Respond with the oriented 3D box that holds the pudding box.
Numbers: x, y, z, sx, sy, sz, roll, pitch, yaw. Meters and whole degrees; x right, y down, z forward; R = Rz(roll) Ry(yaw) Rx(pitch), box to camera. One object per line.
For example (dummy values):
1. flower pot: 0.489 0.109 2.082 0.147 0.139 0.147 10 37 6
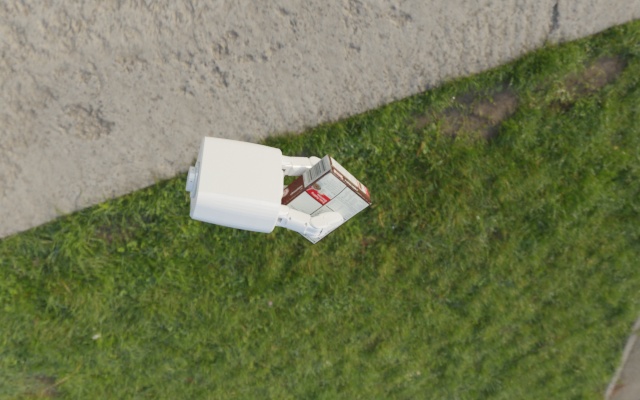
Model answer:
1. pudding box: 0.000 0.002 0.670 0.113 0.039 0.090 -36 -53 23
